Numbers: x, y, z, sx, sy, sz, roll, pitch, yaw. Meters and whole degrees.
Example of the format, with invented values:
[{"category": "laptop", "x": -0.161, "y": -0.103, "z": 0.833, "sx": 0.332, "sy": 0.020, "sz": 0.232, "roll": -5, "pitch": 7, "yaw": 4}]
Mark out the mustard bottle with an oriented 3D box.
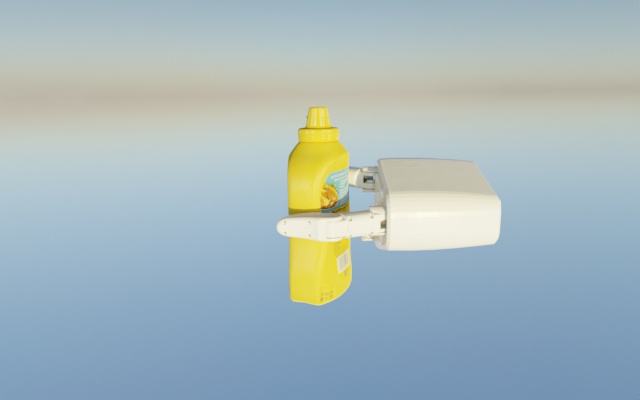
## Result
[{"category": "mustard bottle", "x": 0.000, "y": 0.002, "z": 0.490, "sx": 0.058, "sy": 0.192, "sz": 0.096, "roll": 5, "pitch": 14, "yaw": 24}]
